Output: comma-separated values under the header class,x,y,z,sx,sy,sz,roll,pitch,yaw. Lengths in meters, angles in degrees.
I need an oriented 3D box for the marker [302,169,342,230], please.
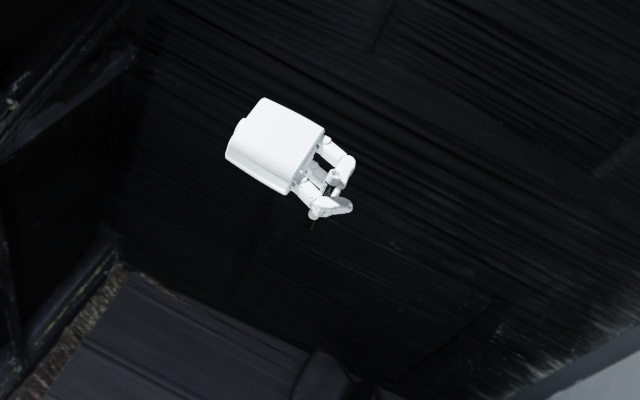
class,x,y,z,sx,sy,sz,roll,pitch,yaw
marker,0.000,0.002,0.695,0.020,0.020,0.121,0,-40,-27
